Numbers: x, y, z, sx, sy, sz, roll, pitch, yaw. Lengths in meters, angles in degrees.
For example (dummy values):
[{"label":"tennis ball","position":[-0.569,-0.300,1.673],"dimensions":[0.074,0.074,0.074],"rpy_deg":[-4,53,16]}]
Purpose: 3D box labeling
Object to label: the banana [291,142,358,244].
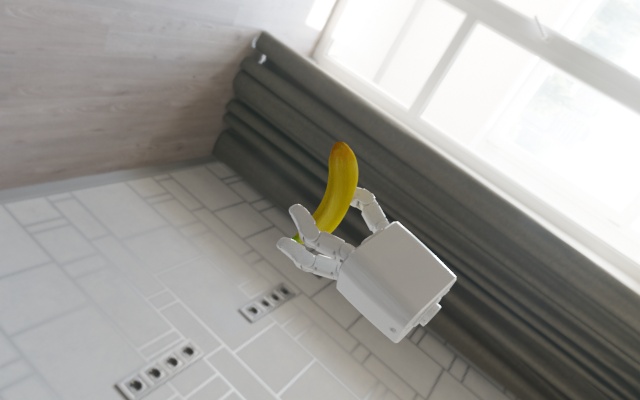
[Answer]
[{"label":"banana","position":[0.012,0.000,0.628],"dimensions":[0.069,0.198,0.037],"rpy_deg":[-18,56,-42]}]
